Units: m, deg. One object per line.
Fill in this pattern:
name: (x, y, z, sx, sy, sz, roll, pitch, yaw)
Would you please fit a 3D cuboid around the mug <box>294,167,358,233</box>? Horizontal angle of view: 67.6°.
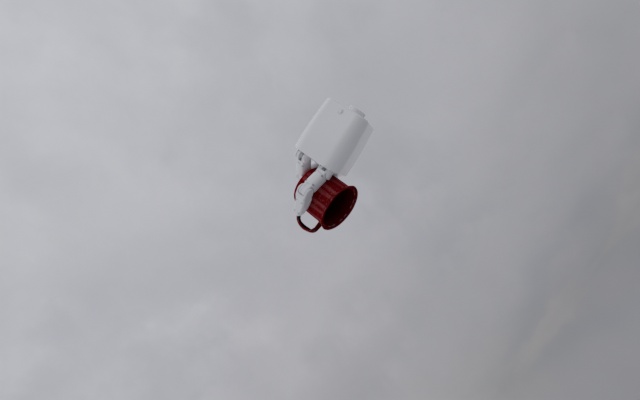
mug: (-0.001, 0.004, 0.861, 0.081, 0.117, 0.093, 37, 7, 28)
